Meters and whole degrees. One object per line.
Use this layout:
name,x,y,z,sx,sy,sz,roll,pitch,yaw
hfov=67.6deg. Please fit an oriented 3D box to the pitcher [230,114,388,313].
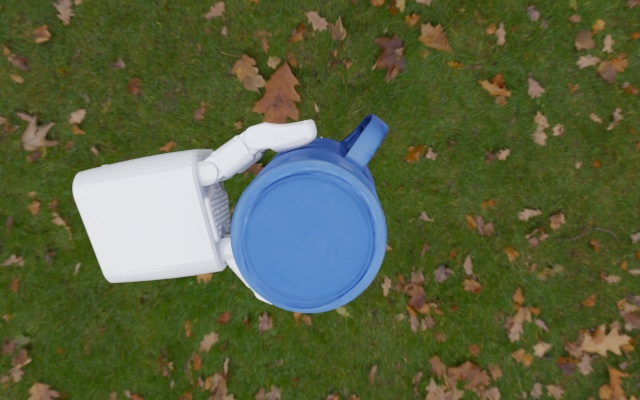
pitcher,0.000,0.002,0.434,0.145,0.149,0.243,-7,8,2
